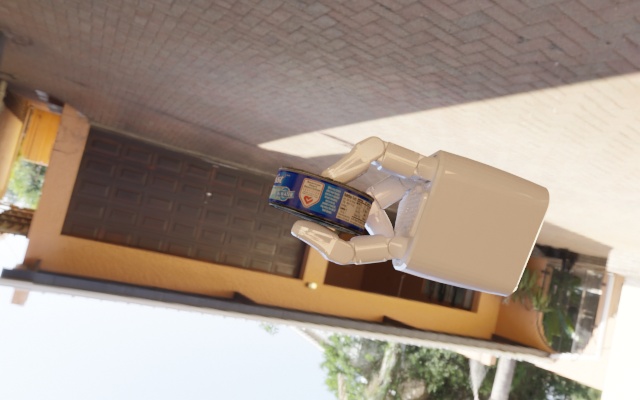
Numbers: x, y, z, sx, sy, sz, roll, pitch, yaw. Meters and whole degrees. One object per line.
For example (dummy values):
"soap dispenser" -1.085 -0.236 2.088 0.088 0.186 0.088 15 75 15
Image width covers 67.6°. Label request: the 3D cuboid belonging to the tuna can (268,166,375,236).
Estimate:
"tuna can" 0.000 0.002 0.405 0.086 0.034 0.086 19 -5 2
